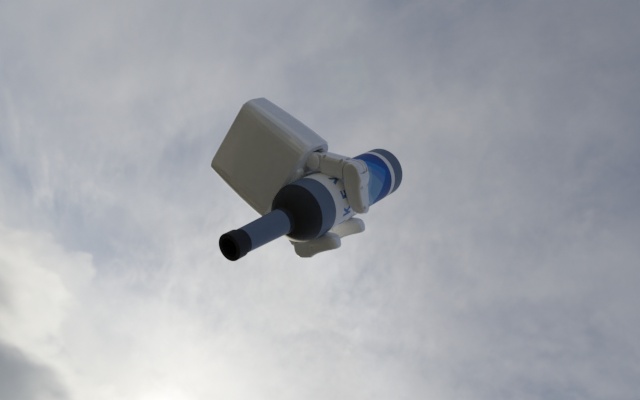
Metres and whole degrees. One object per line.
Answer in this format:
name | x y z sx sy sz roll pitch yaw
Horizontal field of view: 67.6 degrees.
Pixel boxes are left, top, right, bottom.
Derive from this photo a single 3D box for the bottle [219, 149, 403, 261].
bottle | 0.000 0.002 0.547 0.069 0.069 0.295 0 16 36
